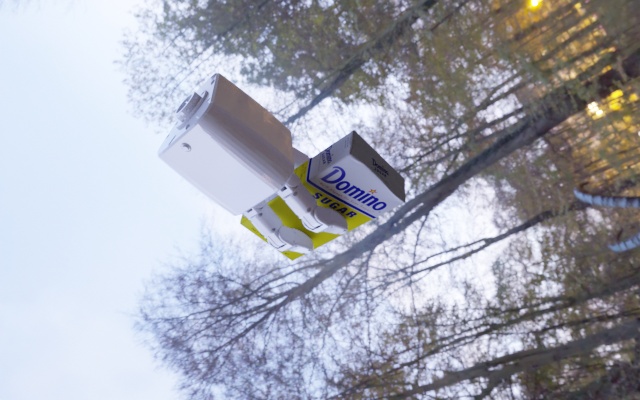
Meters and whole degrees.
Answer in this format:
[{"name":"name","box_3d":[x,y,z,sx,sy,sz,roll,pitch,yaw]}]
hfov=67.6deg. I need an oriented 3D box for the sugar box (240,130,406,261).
[{"name":"sugar box","box_3d":[0.000,0.002,0.551,0.176,0.048,0.093,-30,-55,34]}]
